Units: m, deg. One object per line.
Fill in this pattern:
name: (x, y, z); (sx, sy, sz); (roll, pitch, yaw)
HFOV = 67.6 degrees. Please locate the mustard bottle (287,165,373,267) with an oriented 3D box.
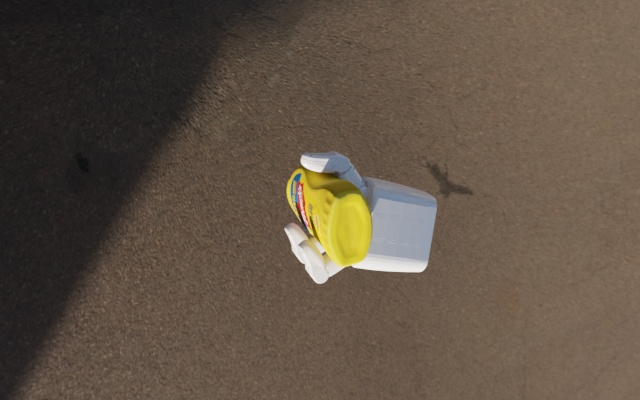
mustard bottle: (0.000, 0.002, 0.615); (0.058, 0.096, 0.191); (-14, 25, -17)
